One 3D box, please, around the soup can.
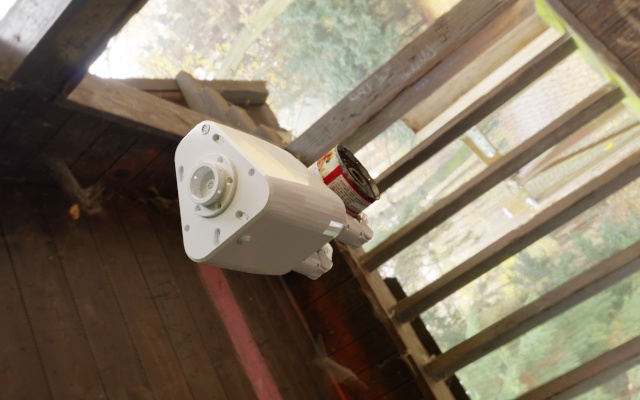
[{"bbox_3d":[0.000,0.002,0.483,0.102,0.068,0.068,-38,-14,19],"label":"soup can"}]
